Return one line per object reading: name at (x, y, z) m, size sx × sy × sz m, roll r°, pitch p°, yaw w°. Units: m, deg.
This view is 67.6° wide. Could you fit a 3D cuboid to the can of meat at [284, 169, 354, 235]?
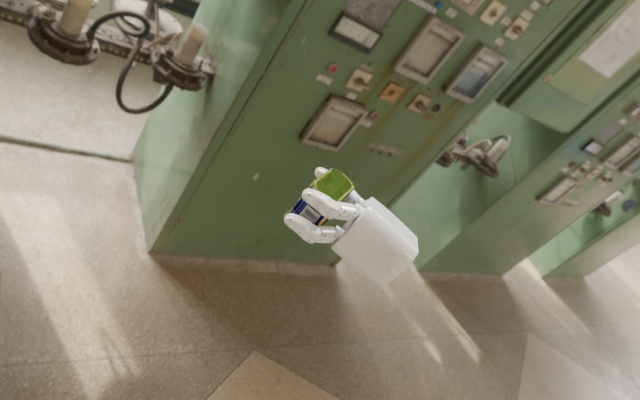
can of meat at (0.000, 0.002, 0.765) m, size 0.084 × 0.057 × 0.102 m, roll -50°, pitch -5°, yaw 32°
